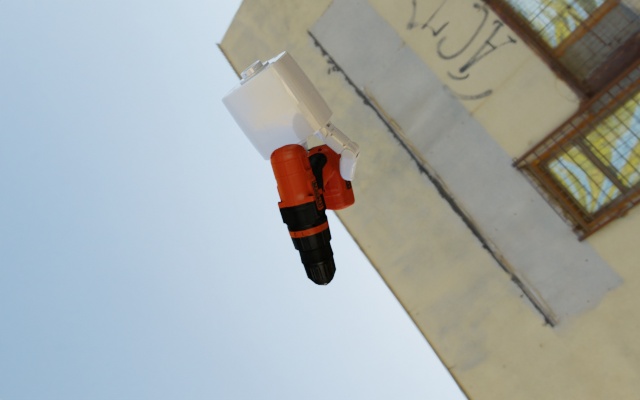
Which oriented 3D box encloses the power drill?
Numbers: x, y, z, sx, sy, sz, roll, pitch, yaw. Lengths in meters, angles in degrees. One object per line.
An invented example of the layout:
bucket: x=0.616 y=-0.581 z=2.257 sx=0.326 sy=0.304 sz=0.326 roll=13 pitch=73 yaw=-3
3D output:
power drill: x=0.000 y=0.002 z=0.659 sx=0.057 sy=0.184 sz=0.187 roll=-10 pitch=13 yaw=17
